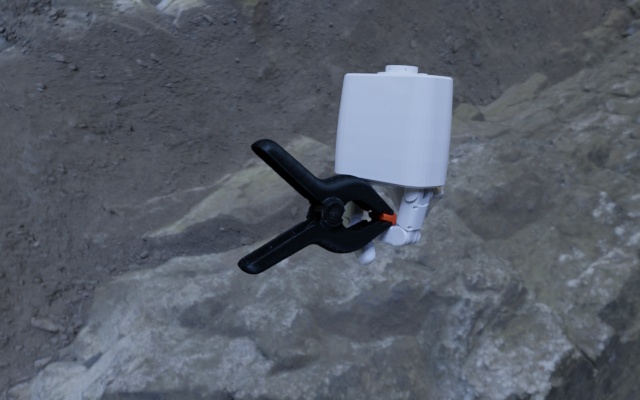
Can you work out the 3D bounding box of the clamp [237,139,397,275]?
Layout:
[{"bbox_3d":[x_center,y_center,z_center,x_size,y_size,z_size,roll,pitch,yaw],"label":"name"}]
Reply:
[{"bbox_3d":[0.001,0.002,0.460,0.171,0.120,0.039,-5,14,-34],"label":"clamp"}]
